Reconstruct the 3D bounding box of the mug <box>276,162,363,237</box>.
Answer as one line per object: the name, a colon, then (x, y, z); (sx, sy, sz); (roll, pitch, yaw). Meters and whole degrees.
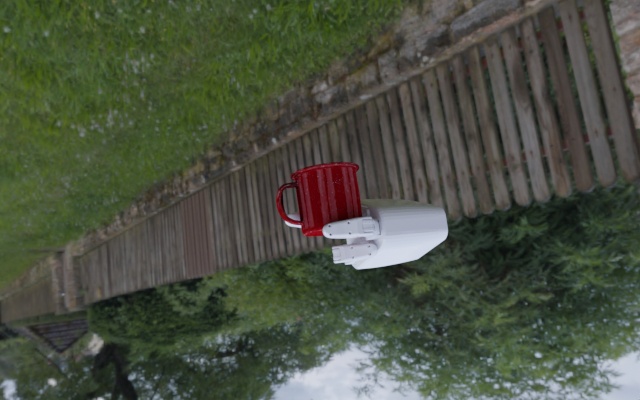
mug: (-0.001, 0.002, 0.622); (0.117, 0.081, 0.093); (-4, -11, -22)
